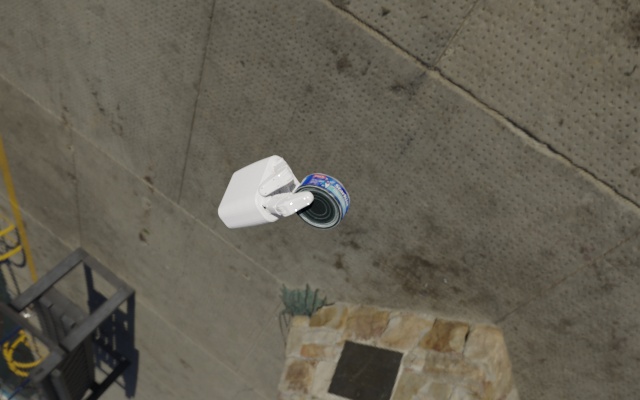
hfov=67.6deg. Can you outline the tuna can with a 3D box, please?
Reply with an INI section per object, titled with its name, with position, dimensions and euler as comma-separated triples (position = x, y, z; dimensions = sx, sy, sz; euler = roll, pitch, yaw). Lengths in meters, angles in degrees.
[tuna can]
position = 0.000, 0.003, 0.735
dimensions = 0.086, 0.086, 0.033
euler = 0, 35, 29
